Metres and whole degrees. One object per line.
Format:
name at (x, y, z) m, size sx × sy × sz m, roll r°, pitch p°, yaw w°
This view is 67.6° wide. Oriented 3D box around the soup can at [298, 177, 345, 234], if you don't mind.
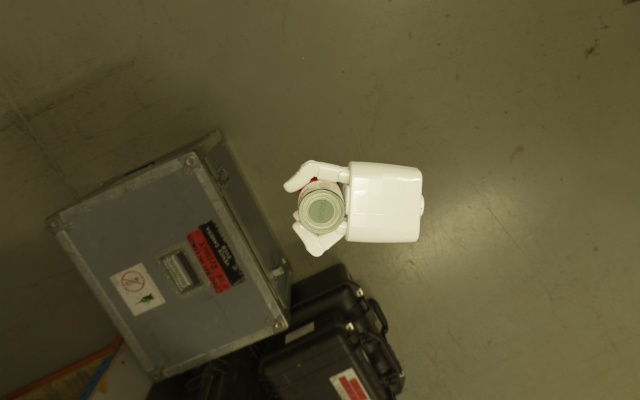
soup can at (0.000, 0.002, 0.705) m, size 0.068 × 0.068 × 0.102 m, roll 0°, pitch 17°, yaw -2°
